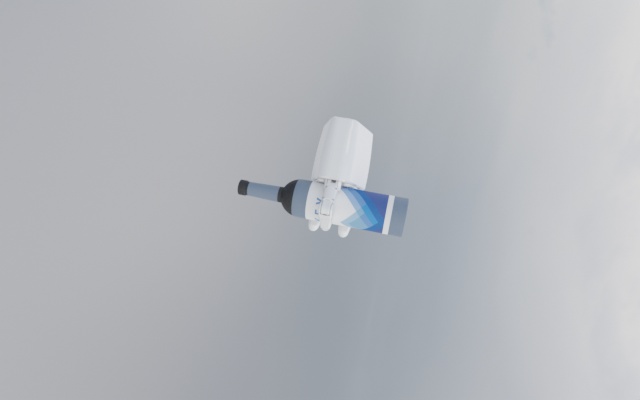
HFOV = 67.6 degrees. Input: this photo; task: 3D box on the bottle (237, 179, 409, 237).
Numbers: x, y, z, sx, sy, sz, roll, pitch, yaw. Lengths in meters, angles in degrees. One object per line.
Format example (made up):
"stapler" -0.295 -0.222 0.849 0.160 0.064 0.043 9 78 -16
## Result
"bottle" 0.000 0.003 0.827 0.295 0.069 0.069 11 1 8
